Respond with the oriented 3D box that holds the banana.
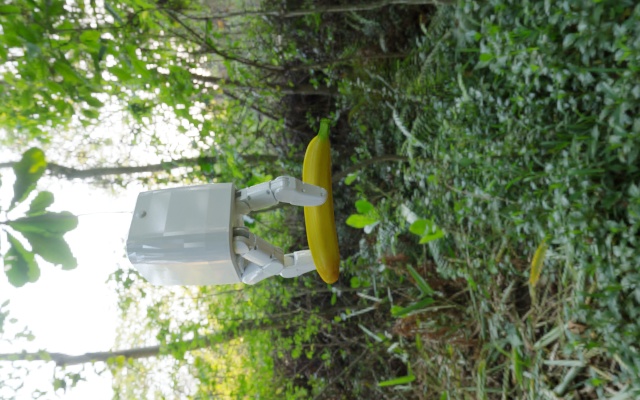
[{"bbox_3d":[-0.001,0.005,0.569,0.037,0.197,0.070,-3,-19,-4],"label":"banana"}]
